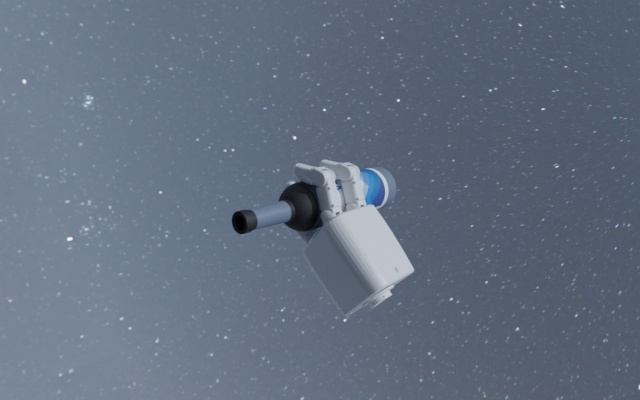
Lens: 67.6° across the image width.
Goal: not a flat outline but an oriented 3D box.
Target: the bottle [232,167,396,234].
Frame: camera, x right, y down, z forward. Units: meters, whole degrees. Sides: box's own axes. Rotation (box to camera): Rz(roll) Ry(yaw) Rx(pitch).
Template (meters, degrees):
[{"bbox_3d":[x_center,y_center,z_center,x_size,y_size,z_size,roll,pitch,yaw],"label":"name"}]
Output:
[{"bbox_3d":[0.000,0.002,0.659,0.069,0.069,0.295,0,9,40],"label":"bottle"}]
